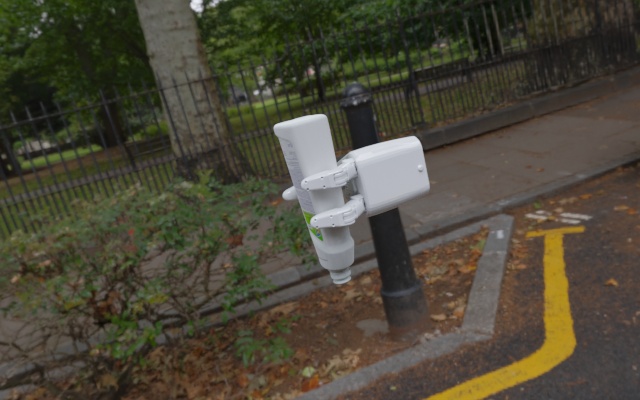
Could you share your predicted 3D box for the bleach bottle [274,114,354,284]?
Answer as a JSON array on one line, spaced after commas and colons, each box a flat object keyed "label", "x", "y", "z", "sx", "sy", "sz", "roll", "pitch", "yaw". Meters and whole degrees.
[{"label": "bleach bottle", "x": 0.000, "y": 0.002, "z": 0.712, "sx": 0.068, "sy": 0.251, "sz": 0.102, "roll": -18, "pitch": 14, "yaw": -16}]
